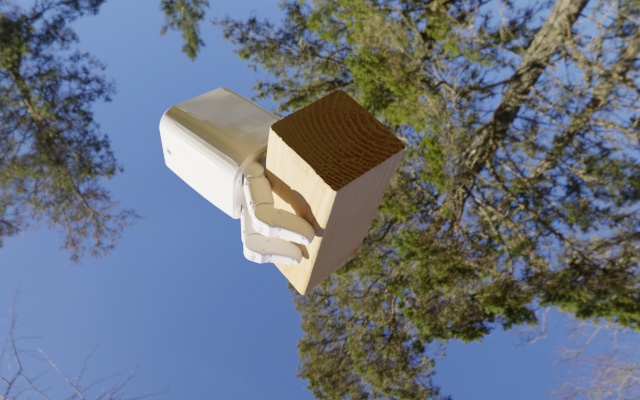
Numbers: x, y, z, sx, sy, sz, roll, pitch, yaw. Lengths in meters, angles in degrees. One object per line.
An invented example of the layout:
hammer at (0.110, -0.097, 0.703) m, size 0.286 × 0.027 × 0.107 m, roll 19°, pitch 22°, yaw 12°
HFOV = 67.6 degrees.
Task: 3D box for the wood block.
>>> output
wood block at (0.000, 0.001, 0.500) m, size 0.091 × 0.090 × 0.206 m, roll -34°, pitch -22°, yaw -28°
